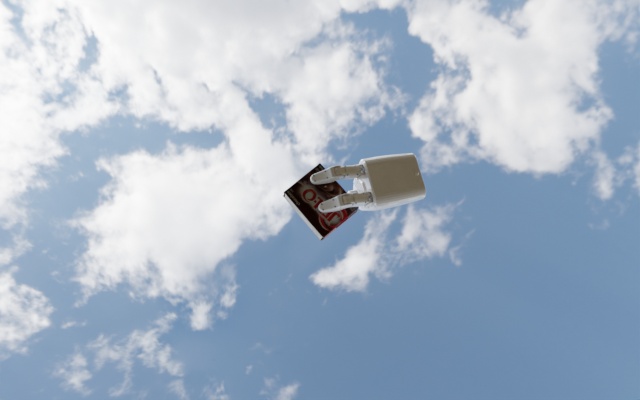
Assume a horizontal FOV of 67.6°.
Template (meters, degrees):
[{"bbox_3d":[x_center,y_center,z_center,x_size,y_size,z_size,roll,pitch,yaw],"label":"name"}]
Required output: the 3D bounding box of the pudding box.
[{"bbox_3d":[0.000,0.003,0.878,0.090,0.113,0.039,-40,-8,-17],"label":"pudding box"}]
